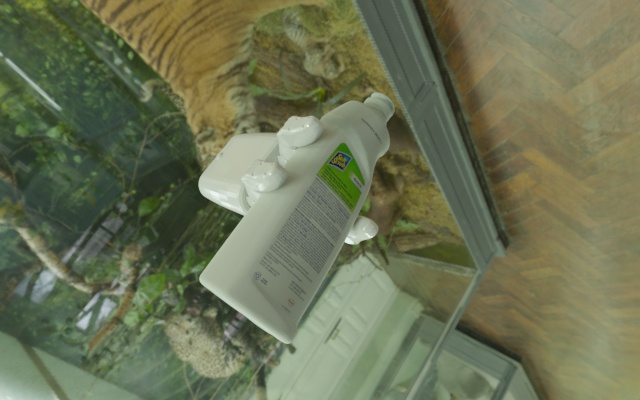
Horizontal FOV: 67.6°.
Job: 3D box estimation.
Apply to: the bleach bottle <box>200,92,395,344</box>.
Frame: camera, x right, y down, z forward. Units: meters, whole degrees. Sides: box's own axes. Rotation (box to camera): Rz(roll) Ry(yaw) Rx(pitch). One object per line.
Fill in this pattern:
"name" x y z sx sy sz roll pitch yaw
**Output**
"bleach bottle" 0.000 0.001 0.458 0.068 0.250 0.103 13 -28 50
